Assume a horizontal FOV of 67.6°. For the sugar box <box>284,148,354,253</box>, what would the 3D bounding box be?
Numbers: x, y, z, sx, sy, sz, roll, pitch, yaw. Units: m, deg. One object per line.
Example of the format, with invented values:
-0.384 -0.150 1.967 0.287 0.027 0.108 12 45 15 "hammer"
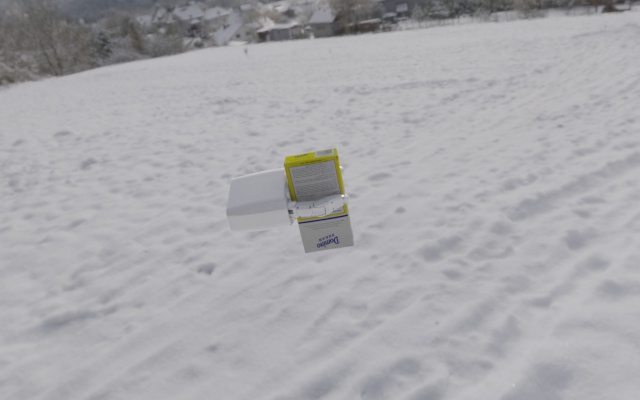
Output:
0.000 0.002 0.843 0.093 0.176 0.048 -9 26 6 "sugar box"
